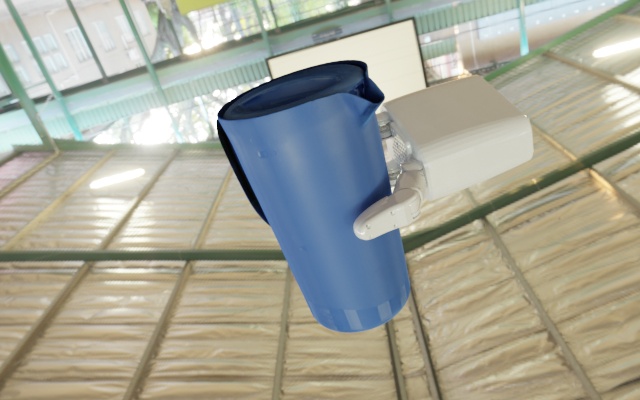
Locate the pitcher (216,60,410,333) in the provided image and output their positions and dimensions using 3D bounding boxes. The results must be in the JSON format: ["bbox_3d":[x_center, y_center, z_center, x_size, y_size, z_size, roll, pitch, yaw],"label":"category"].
[{"bbox_3d":[0.000,0.001,0.458,0.145,0.243,0.149,-20,26,-3],"label":"pitcher"}]
